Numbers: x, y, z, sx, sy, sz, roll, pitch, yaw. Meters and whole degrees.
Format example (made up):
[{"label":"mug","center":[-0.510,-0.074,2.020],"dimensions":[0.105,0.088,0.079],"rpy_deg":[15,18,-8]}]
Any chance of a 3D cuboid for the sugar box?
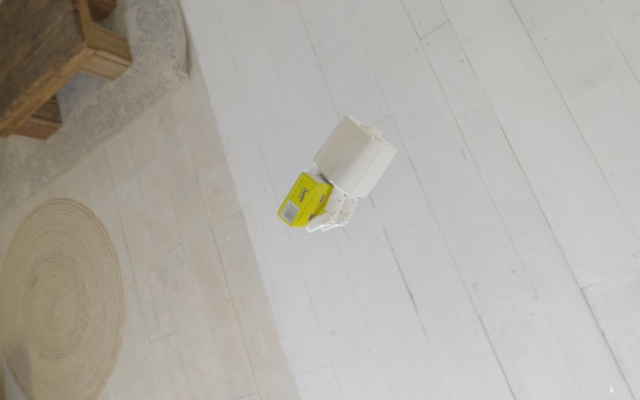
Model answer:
[{"label":"sugar box","center":[0.001,0.003,0.888],"dimensions":[0.048,0.093,0.176],"rpy_deg":[40,17,26]}]
